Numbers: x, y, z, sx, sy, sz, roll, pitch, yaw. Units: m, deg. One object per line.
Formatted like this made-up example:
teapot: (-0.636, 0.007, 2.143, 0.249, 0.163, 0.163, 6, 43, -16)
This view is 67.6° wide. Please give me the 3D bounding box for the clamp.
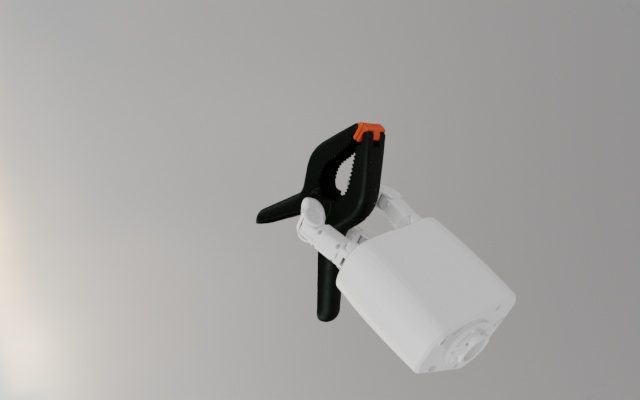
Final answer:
clamp: (0.000, 0.001, 0.509, 0.036, 0.210, 0.164, -5, 38, -42)
